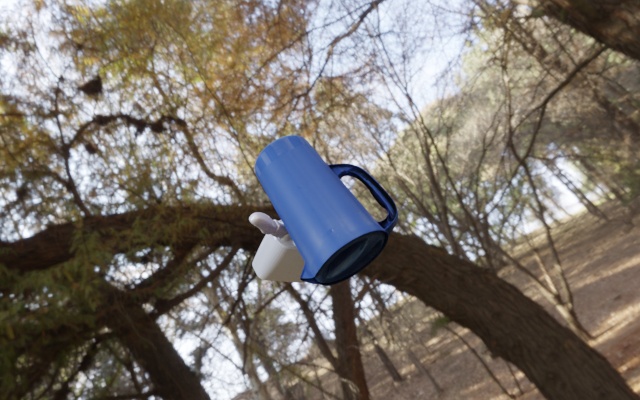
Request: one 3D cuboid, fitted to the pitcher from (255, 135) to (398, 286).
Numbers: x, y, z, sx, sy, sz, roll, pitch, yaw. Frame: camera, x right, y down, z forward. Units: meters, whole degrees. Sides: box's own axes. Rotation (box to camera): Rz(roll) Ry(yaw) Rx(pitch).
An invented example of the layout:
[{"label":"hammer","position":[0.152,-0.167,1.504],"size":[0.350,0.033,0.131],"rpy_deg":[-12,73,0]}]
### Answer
[{"label":"pitcher","position":[0.000,0.003,0.783],"size":[0.149,0.242,0.145],"rpy_deg":[-8,-38,-41]}]
